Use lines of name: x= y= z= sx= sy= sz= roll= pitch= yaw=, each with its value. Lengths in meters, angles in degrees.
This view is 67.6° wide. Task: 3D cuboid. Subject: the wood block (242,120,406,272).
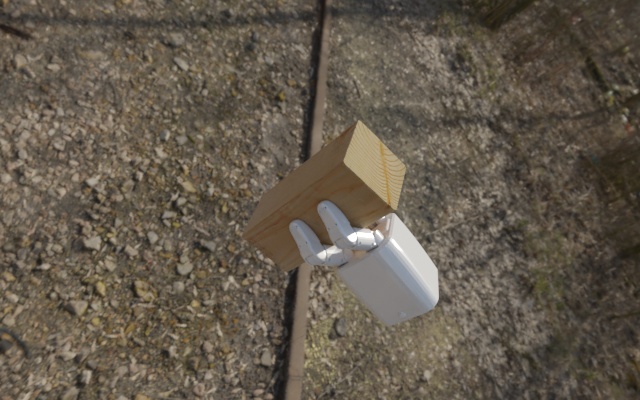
wood block: x=0.001 y=0.002 z=0.626 sx=0.090 sy=0.090 sz=0.206 roll=41 pitch=-49 yaw=-17
